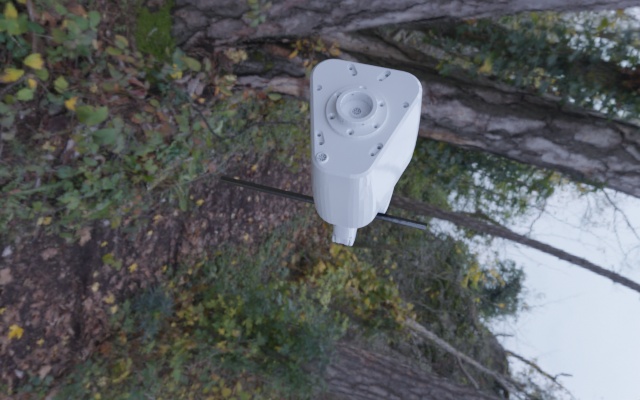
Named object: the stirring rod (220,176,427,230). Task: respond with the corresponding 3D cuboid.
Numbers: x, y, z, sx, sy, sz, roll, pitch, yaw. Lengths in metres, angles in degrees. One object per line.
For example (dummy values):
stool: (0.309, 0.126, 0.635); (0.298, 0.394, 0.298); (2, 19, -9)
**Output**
stirring rod: (0.000, 0.002, 0.540); (0.239, 0.011, 0.011); (13, 2, 9)
